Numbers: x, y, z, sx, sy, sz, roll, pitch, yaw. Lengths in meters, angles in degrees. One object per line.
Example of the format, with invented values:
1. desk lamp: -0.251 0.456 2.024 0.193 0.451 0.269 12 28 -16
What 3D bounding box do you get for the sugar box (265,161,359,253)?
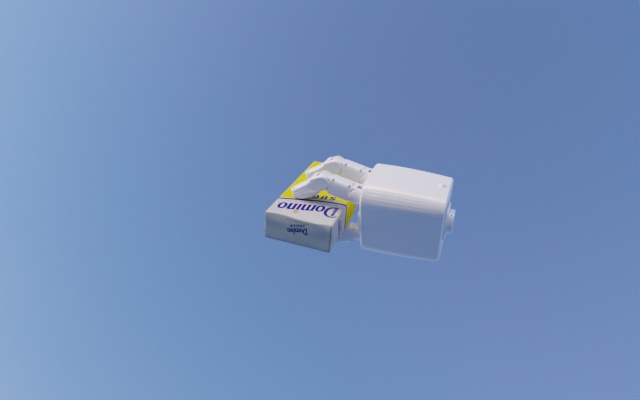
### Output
1. sugar box: 0.000 0.002 0.674 0.093 0.048 0.176 12 28 16
